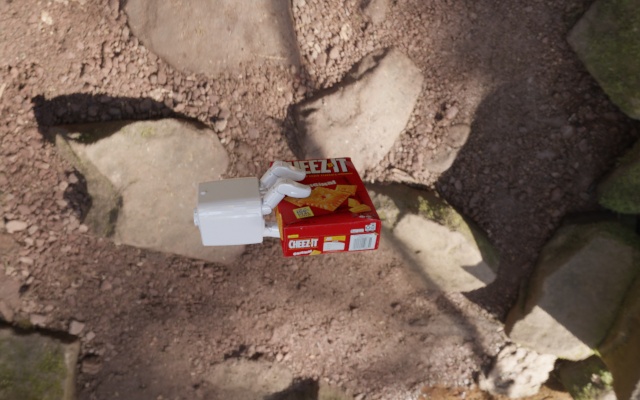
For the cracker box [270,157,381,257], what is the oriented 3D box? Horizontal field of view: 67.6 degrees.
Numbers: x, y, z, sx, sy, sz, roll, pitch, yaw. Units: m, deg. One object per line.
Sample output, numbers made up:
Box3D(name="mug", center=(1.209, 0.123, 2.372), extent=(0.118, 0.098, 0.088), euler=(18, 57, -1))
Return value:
Box3D(name="cracker box", center=(0.000, 0.003, 0.856), extent=(0.164, 0.072, 0.213), euler=(-4, 36, -11))
